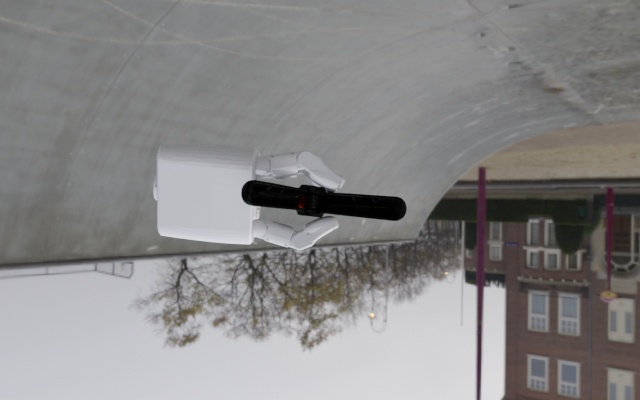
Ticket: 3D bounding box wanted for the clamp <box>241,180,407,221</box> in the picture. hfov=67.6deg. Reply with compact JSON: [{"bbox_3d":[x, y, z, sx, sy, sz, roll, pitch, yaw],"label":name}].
[{"bbox_3d":[0.000,0.003,0.553,0.164,0.036,0.210,7,-1,-4],"label":"clamp"}]
